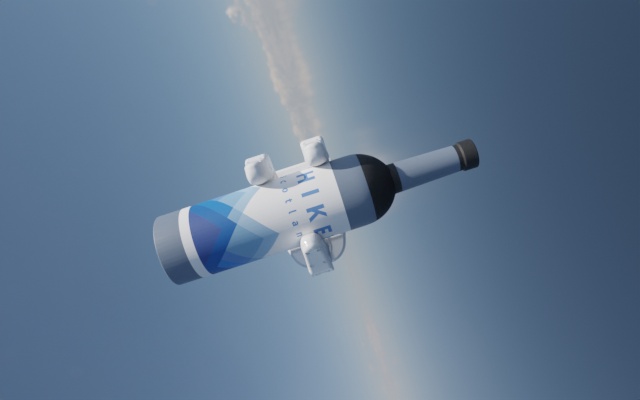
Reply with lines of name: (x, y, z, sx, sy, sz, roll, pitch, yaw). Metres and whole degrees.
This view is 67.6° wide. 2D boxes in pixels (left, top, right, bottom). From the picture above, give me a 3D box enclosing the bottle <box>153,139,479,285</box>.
bottle: (0.000, 0.002, 0.440, 0.296, 0.069, 0.069, -18, 0, 1)
